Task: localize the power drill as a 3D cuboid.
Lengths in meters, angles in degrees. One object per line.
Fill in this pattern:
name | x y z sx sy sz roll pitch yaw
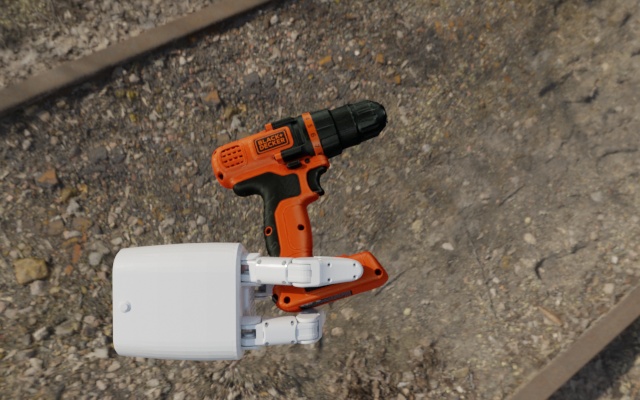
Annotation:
power drill | 0.000 0.002 0.466 0.184 0.187 0.057 -19 -20 2
